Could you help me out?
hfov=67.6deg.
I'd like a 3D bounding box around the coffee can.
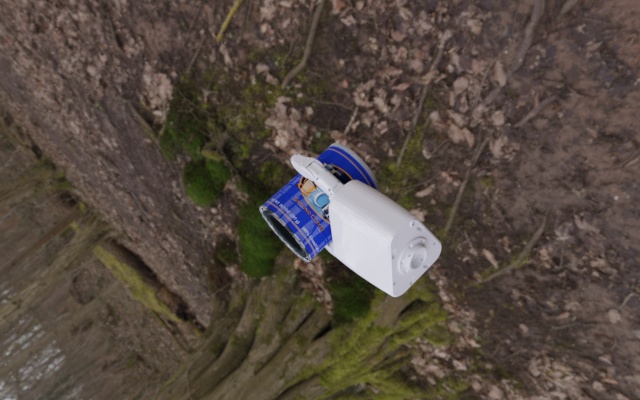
[{"bbox_3d":[0.000,0.002,0.672,0.140,0.103,0.103,-42,13,-15],"label":"coffee can"}]
